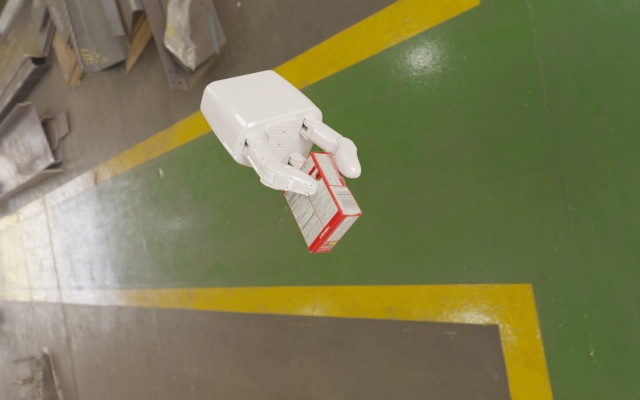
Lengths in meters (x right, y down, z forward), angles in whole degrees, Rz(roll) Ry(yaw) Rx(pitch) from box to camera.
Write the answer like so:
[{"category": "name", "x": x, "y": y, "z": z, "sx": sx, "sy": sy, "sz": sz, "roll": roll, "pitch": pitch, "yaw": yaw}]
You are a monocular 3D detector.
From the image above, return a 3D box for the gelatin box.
[{"category": "gelatin box", "x": 0.000, "y": 0.002, "z": 0.529, "sx": 0.030, "sy": 0.089, "sz": 0.073, "roll": -1, "pitch": -37, "yaw": -37}]
